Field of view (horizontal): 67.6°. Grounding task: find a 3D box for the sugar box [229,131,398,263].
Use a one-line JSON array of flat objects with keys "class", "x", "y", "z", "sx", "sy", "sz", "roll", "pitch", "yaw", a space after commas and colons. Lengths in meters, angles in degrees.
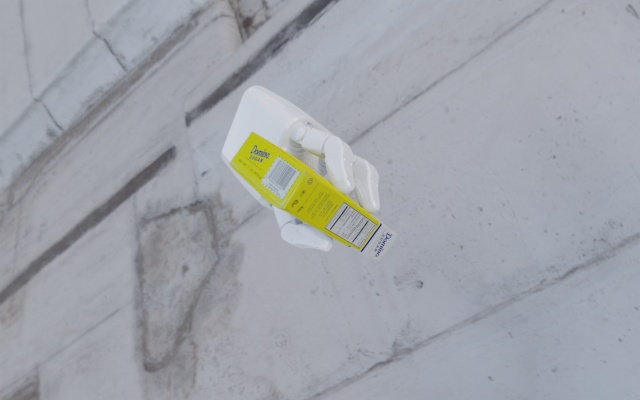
[{"class": "sugar box", "x": 0.000, "y": 0.001, "z": 0.485, "sx": 0.093, "sy": 0.048, "sz": 0.176, "roll": 39, "pitch": 7, "yaw": 41}]
